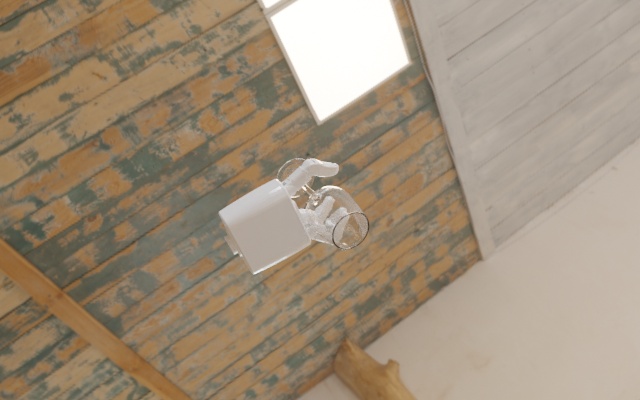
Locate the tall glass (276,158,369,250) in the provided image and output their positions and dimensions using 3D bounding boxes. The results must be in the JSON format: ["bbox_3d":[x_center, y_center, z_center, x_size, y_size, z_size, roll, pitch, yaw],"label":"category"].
[{"bbox_3d":[0.000,0.002,0.762,0.079,0.079,0.201,0,25,-30],"label":"tall glass"}]
